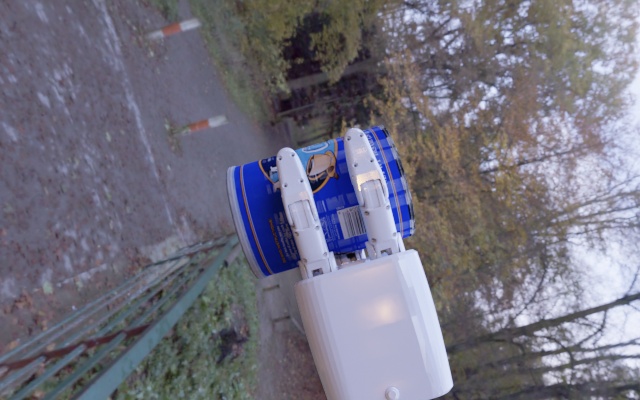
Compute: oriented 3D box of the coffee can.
[{"bbox_3d":[0.000,0.001,0.423,0.140,0.103,0.103,-16,0,0],"label":"coffee can"}]
